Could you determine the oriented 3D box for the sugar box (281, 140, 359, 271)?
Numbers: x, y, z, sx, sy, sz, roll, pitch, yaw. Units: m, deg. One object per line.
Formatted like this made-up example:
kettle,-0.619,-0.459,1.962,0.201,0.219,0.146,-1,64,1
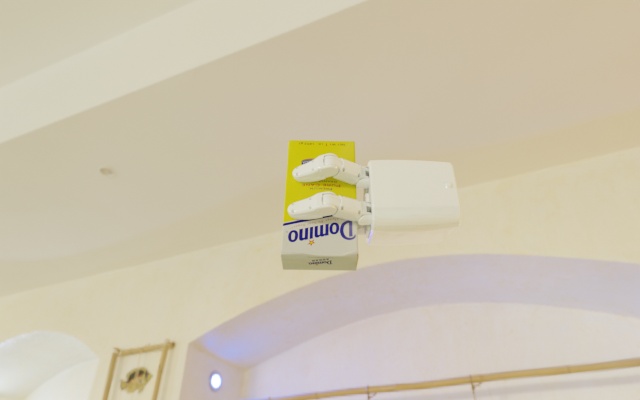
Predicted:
sugar box,0.000,0.002,0.612,0.093,0.176,0.048,0,-36,0
